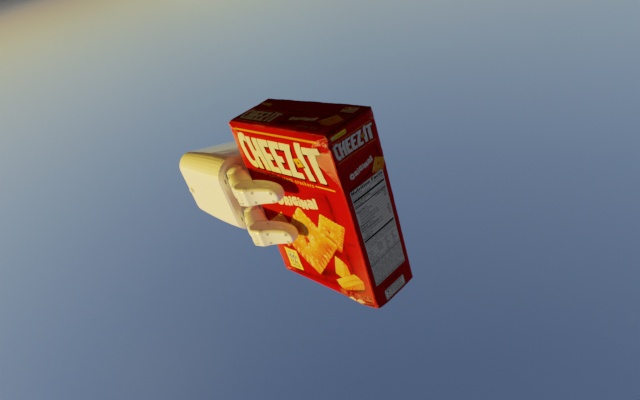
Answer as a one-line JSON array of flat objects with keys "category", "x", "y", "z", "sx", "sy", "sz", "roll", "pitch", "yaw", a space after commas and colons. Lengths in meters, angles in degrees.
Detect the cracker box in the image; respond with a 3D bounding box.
[{"category": "cracker box", "x": 0.000, "y": 0.002, "z": 0.532, "sx": 0.072, "sy": 0.214, "sz": 0.164, "roll": -38, "pitch": 35, "yaw": -30}]
